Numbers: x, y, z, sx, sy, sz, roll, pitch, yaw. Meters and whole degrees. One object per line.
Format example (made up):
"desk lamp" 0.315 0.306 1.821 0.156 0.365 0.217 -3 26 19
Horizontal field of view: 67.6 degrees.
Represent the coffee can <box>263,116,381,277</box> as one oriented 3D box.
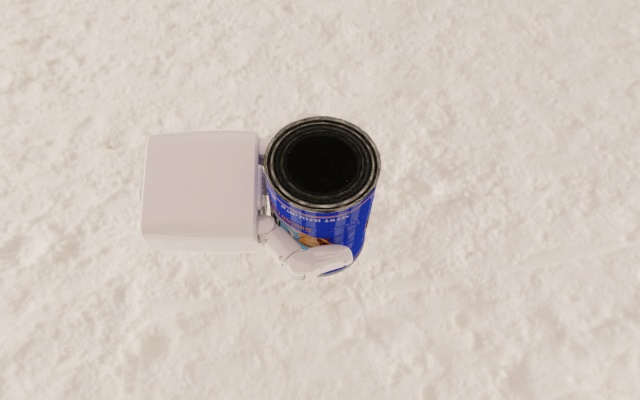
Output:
"coffee can" 0.000 0.002 0.472 0.103 0.102 0.140 0 -31 -2
